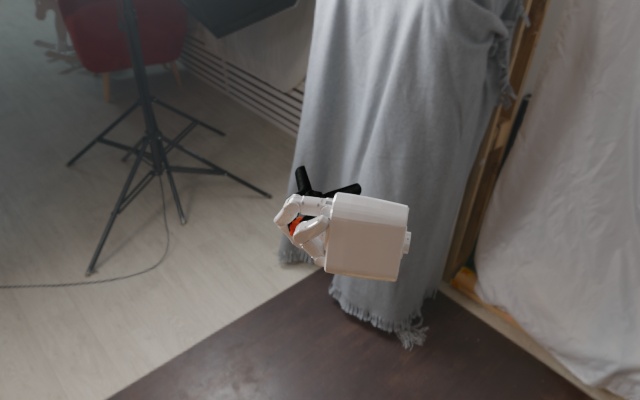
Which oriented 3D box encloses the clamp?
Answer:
[{"bbox_3d":[0.000,0.002,0.774,0.120,0.039,0.171,9,37,8],"label":"clamp"}]
